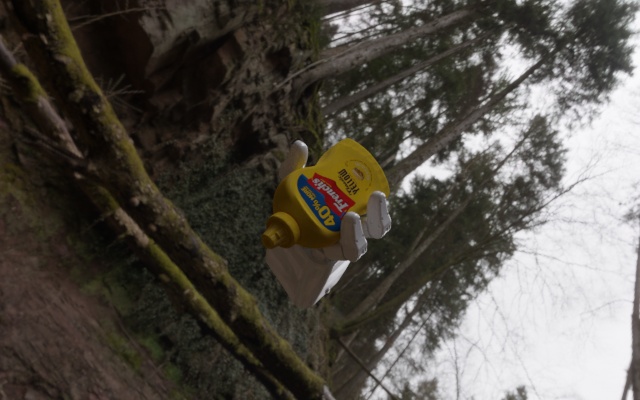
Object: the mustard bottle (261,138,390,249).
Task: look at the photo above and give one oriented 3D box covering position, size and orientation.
[{"bbox_3d":[0.000,0.002,0.568,0.191,0.096,0.058,-37,2,-41],"label":"mustard bottle"}]
